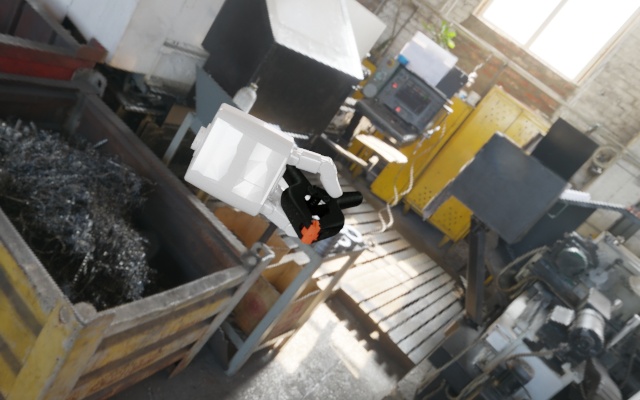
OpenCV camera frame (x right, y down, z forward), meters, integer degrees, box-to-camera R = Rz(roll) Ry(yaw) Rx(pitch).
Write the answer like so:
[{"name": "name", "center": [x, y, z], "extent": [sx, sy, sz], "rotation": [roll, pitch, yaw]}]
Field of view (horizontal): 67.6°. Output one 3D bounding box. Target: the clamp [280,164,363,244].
[{"name": "clamp", "center": [0.000, 0.002, 0.676], "extent": [0.164, 0.036, 0.210], "rotation": [25, 24, -17]}]
